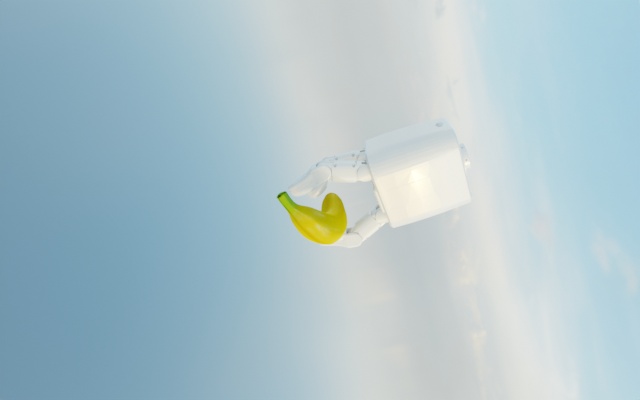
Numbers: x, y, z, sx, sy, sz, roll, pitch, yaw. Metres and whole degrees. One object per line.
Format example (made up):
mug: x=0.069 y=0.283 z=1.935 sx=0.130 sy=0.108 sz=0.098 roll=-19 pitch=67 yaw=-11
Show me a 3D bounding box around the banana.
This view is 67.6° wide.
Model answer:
banana: x=0.006 y=0.019 z=0.582 sx=0.037 sy=0.069 sz=0.198 roll=-22 pitch=-6 yaw=14
